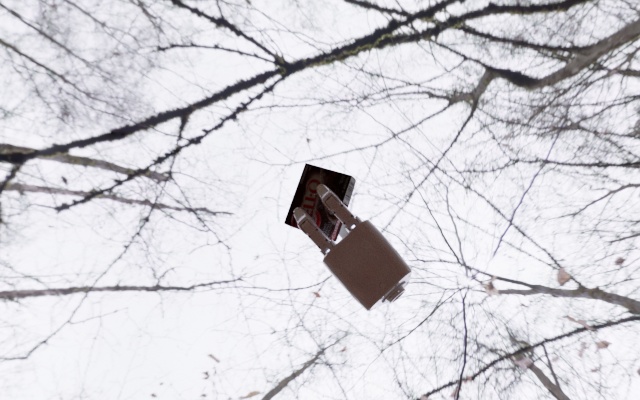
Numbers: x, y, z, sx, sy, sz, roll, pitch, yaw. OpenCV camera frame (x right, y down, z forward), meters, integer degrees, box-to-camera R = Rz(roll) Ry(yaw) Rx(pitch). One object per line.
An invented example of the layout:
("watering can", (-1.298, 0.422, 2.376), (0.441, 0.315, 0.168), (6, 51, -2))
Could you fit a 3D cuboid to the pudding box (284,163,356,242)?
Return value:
("pudding box", (0.000, 0.003, 0.801), (0.090, 0.113, 0.039), (17, -6, 24))
